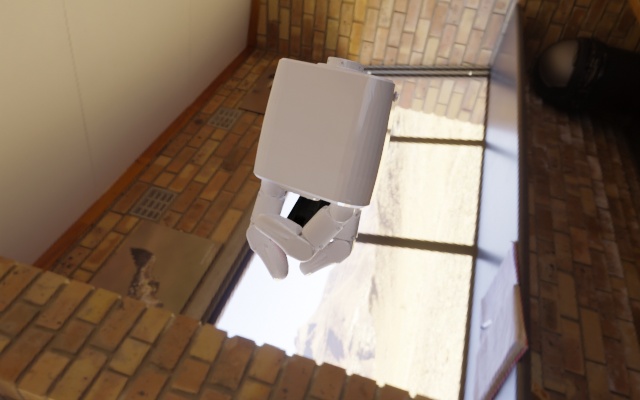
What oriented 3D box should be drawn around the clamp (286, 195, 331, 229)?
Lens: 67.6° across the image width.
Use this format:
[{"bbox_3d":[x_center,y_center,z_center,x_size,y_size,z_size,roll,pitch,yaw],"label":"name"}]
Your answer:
[{"bbox_3d":[-0.001,0.002,0.510,0.039,0.120,0.171,14,12,9],"label":"clamp"}]
